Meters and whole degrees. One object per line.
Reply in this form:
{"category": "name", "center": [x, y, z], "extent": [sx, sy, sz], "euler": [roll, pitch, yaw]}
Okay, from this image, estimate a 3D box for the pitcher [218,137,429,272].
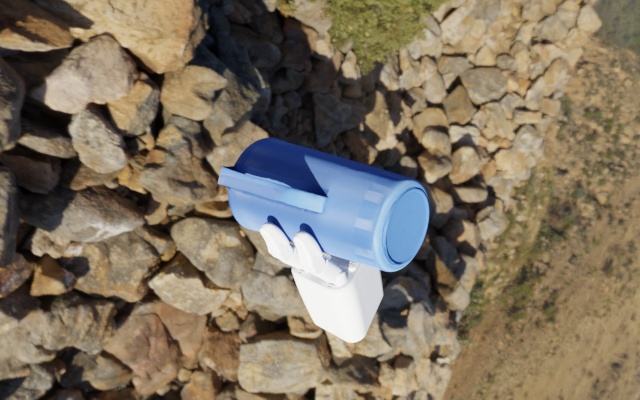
{"category": "pitcher", "center": [0.000, 0.002, 0.592], "extent": [0.243, 0.145, 0.149], "euler": [16, 46, 40]}
